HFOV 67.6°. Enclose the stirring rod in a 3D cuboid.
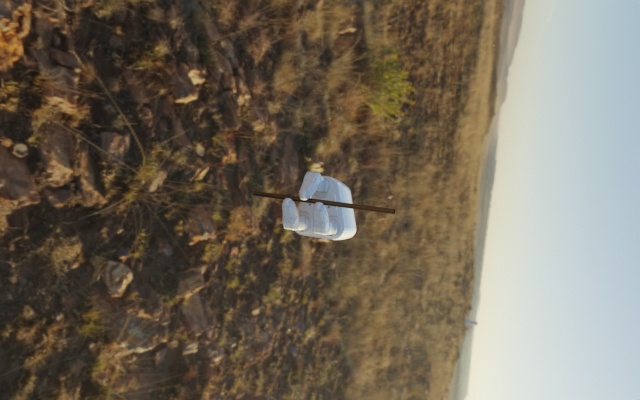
[{"bbox_3d":[0.000,0.002,0.766,0.239,0.011,0.011,7,2,19],"label":"stirring rod"}]
